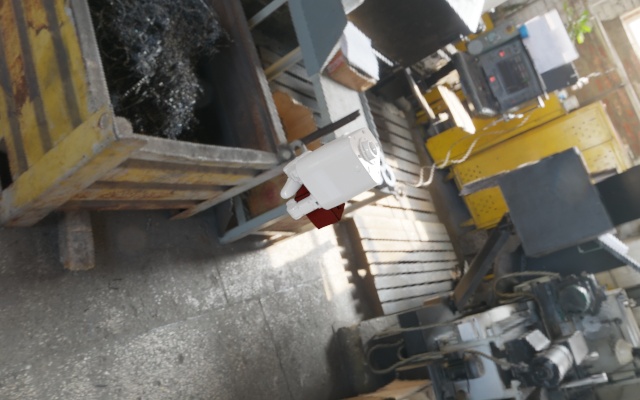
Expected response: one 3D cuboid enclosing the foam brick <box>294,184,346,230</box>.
[{"bbox_3d":[0.000,0.003,0.850,0.051,0.078,0.053,-25,25,29],"label":"foam brick"}]
